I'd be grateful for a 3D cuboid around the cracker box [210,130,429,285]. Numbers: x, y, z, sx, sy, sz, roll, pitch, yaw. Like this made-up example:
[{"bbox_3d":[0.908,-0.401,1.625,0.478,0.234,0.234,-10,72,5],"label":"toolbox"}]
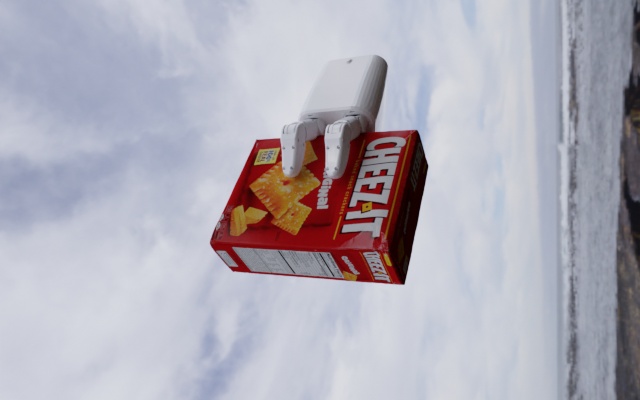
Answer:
[{"bbox_3d":[0.000,0.002,0.543,0.213,0.164,0.072,0,-38,27],"label":"cracker box"}]
